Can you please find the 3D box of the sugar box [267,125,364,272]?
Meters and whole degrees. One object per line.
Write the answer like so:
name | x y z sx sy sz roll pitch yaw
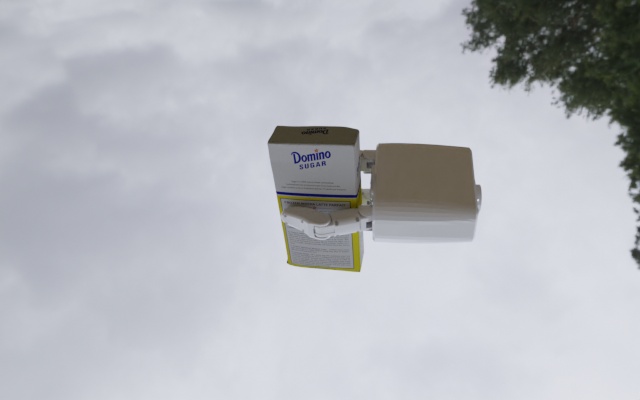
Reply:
sugar box | 0.000 0.002 0.541 0.093 0.176 0.048 3 35 11
